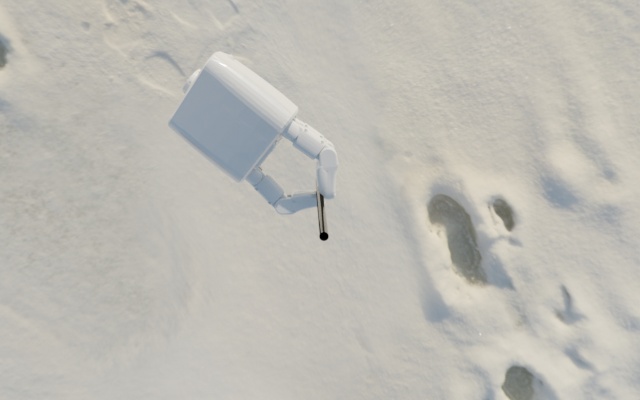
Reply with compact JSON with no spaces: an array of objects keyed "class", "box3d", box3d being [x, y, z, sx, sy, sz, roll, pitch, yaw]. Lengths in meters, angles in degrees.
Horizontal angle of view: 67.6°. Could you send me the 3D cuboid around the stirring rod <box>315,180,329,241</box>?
[{"class":"stirring rod","box3d":[0.000,0.002,0.513,0.011,0.011,0.239,0,14,-1]}]
